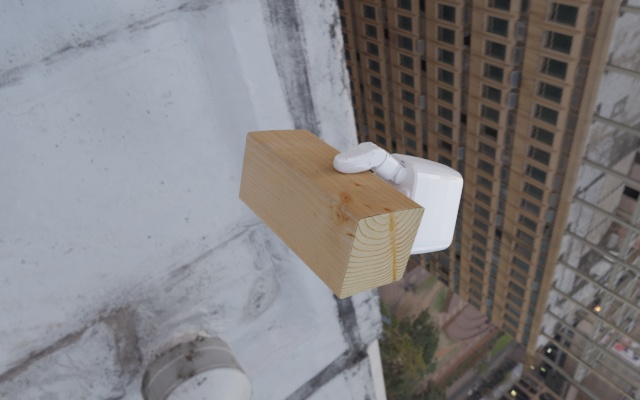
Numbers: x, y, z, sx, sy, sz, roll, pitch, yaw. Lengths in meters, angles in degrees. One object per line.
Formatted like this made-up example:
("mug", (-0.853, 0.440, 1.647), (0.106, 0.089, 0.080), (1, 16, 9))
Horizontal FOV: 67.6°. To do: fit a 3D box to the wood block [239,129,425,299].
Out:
("wood block", (0.001, 0.001, 0.526), (0.090, 0.091, 0.206), (-9, 33, -37))
